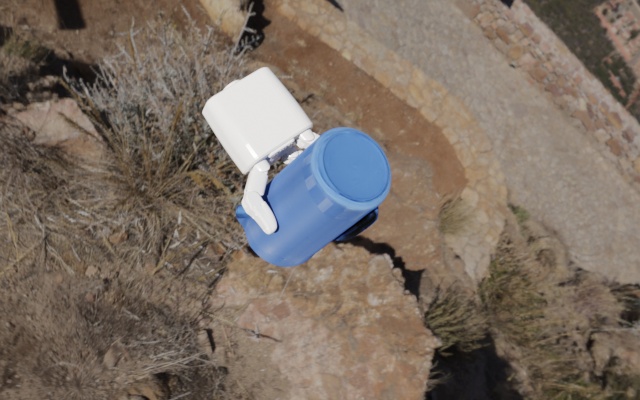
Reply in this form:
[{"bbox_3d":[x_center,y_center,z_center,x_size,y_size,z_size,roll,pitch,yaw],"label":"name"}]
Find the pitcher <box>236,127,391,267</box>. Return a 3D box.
[{"bbox_3d":[0.000,0.002,0.658,0.149,0.145,0.243,-34,-2,-33],"label":"pitcher"}]
